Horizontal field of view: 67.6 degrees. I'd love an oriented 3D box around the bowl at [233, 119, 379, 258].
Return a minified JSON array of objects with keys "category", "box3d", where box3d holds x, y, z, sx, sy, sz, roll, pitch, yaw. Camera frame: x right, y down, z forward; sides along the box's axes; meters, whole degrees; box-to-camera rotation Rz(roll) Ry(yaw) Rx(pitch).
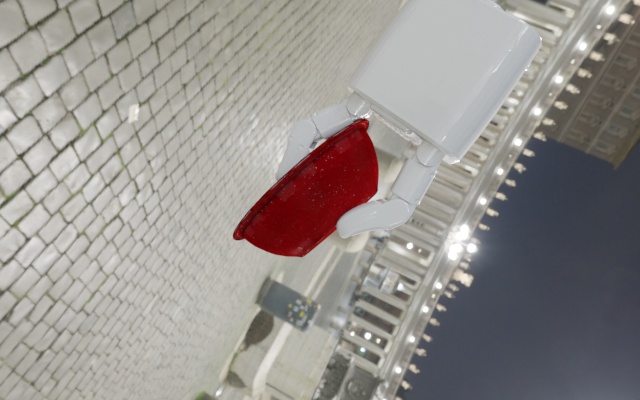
[{"category":"bowl","box3d":[-0.001,0.003,0.433,0.162,0.055,0.162,-41,-5,-4]}]
